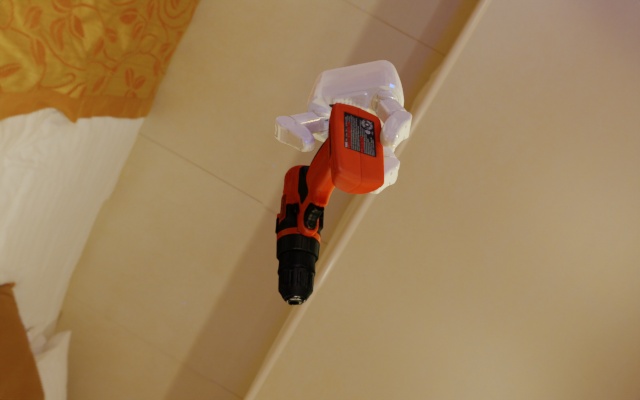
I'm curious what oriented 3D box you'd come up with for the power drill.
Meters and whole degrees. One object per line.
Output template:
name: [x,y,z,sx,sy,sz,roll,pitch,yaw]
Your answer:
power drill: [0.000,0.001,0.522,0.057,0.184,0.188,15,-37,-21]
